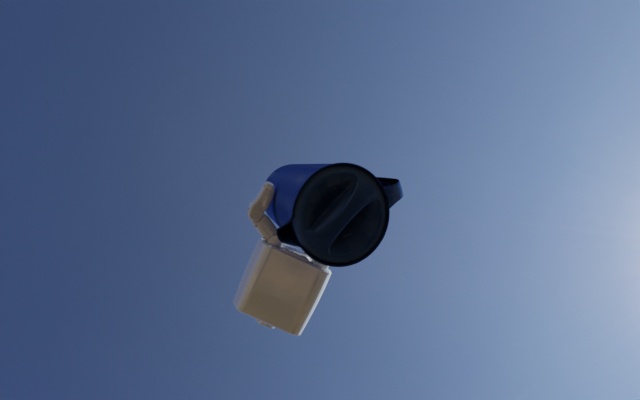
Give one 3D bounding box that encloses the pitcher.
[{"bbox_3d":[0.000,0.002,0.709,0.149,0.145,0.243,25,-1,-21],"label":"pitcher"}]
